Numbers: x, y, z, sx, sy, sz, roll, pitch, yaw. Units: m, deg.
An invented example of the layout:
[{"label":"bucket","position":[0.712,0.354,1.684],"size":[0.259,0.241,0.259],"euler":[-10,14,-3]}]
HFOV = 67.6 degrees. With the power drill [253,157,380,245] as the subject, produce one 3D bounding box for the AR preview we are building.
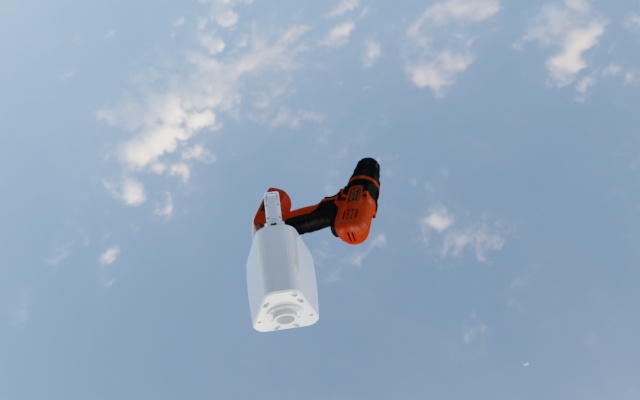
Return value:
[{"label":"power drill","position":[0.000,0.003,0.748],"size":[0.187,0.057,0.184],"euler":[-10,33,23]}]
